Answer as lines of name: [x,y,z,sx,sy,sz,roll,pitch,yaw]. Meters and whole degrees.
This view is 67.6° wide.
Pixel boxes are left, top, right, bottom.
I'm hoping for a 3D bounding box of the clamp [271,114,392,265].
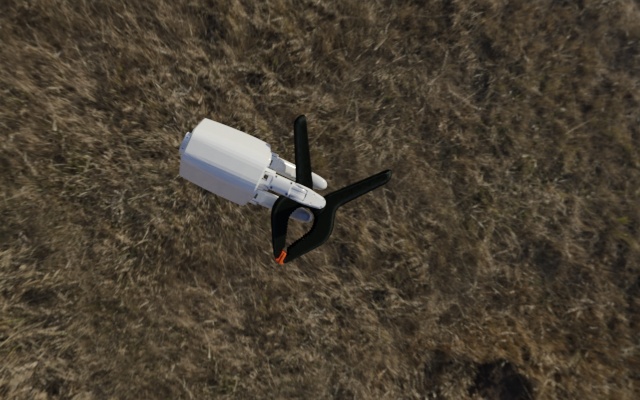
clamp: [0.000,0.003,0.696,0.164,0.210,0.036,24,-1,-10]
